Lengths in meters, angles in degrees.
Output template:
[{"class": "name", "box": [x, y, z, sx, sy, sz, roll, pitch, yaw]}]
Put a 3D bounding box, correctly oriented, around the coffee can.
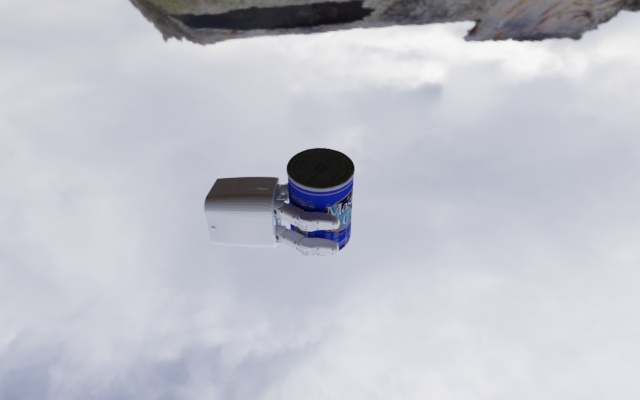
[{"class": "coffee can", "box": [0.000, 0.002, 0.759, 0.103, 0.140, 0.102, 0, 41, 0]}]
